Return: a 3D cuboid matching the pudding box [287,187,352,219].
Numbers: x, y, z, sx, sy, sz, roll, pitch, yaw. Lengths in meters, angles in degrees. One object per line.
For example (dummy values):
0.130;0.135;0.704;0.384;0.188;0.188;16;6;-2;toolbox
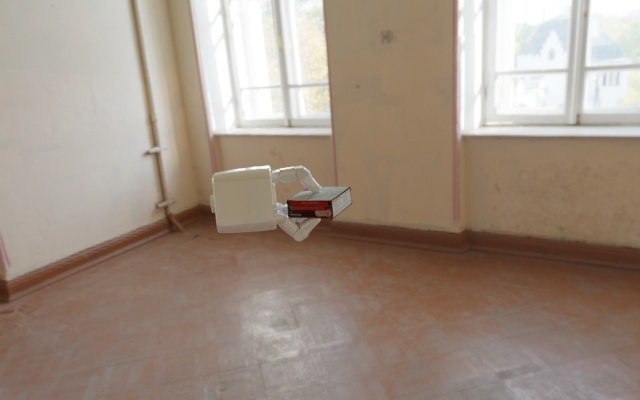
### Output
0.000;0.003;0.896;0.090;0.039;0.113;2;17;22;pudding box
